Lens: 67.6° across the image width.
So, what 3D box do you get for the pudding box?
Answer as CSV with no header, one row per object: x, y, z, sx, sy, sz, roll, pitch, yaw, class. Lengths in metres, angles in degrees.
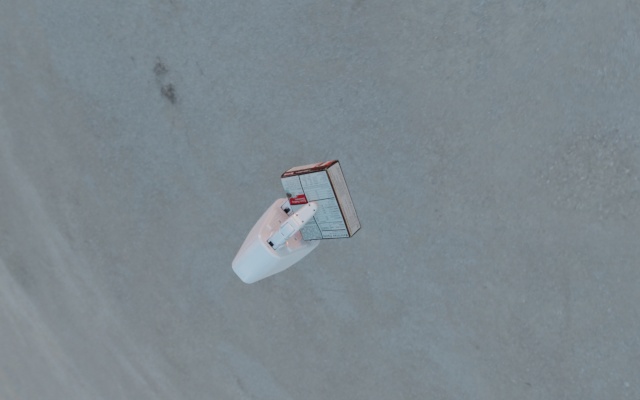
0.000,0.002,0.705,0.090,0.113,0.039,-7,22,36,pudding box
